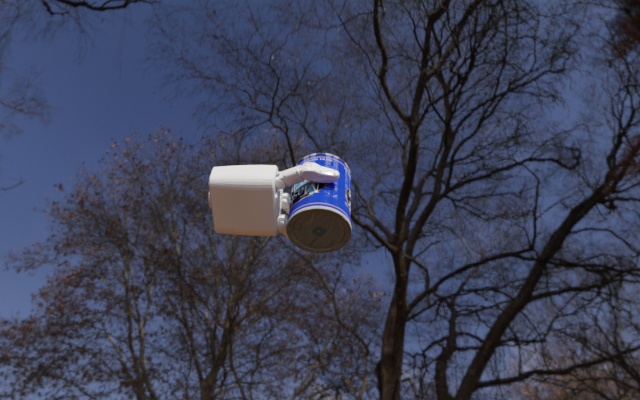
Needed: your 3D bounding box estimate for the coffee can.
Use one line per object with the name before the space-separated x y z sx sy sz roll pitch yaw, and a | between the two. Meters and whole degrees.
coffee can | 0.000 0.003 0.799 0.103 0.103 0.140 0 43 3
